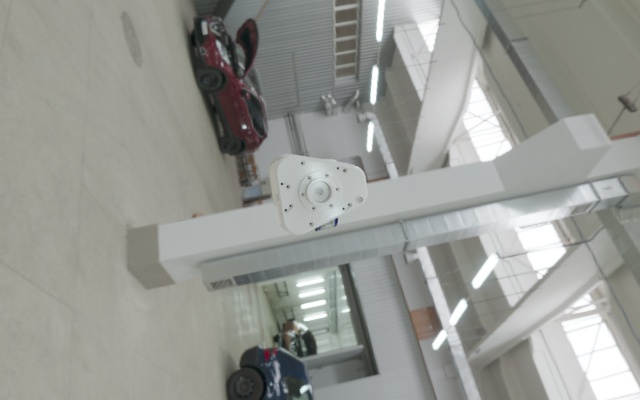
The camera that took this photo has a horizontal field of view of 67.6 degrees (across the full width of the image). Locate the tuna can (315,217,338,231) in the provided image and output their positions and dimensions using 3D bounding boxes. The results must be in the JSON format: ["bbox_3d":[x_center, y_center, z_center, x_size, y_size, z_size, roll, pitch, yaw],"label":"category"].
[{"bbox_3d":[0.001,0.002,0.735,0.034,0.086,0.086,-12,2,-10],"label":"tuna can"}]
